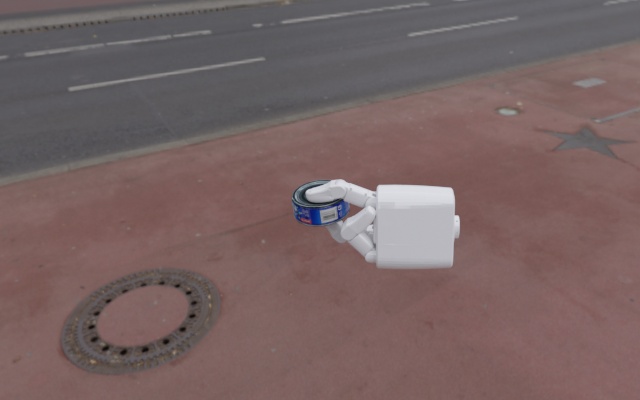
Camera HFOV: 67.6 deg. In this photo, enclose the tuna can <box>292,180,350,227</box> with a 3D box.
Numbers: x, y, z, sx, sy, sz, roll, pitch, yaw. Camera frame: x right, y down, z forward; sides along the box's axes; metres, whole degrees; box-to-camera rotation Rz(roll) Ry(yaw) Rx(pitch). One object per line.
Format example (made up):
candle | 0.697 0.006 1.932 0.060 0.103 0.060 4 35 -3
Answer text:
tuna can | 0.000 0.002 0.718 0.086 0.034 0.086 -6 30 3
